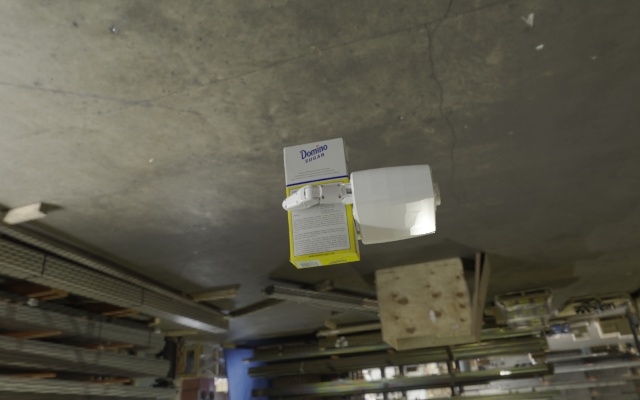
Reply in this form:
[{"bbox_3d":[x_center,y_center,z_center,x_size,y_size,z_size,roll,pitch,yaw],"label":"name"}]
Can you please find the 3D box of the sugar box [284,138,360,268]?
[{"bbox_3d":[0.000,0.003,0.683,0.093,0.176,0.048,-8,-24,9],"label":"sugar box"}]
